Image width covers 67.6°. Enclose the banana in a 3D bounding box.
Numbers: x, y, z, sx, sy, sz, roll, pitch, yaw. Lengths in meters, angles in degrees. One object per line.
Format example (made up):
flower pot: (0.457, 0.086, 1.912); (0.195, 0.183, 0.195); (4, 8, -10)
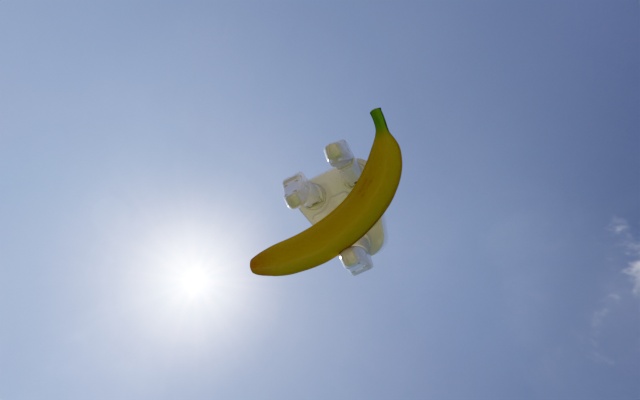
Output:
banana: (0.016, 0.011, 0.452); (0.069, 0.198, 0.037); (40, 7, 9)
